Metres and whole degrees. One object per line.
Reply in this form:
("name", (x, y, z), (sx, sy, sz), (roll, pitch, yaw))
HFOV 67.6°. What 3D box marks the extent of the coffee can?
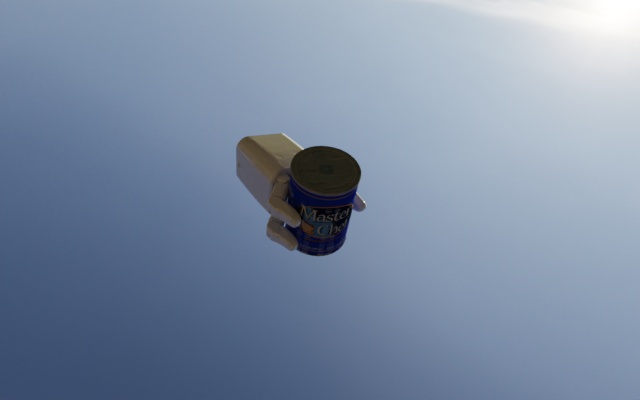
("coffee can", (0.000, 0.002, 0.731), (0.103, 0.102, 0.140), (0, -44, -10))
